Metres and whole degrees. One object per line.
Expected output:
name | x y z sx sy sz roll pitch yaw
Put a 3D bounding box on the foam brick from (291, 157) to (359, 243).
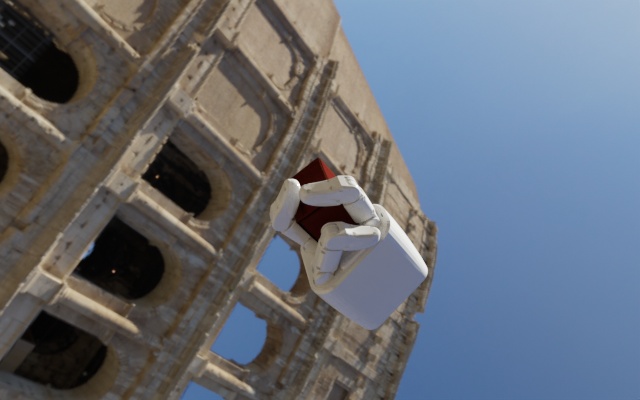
foam brick | 0.000 0.001 0.535 0.053 0.078 0.051 -36 -52 12
